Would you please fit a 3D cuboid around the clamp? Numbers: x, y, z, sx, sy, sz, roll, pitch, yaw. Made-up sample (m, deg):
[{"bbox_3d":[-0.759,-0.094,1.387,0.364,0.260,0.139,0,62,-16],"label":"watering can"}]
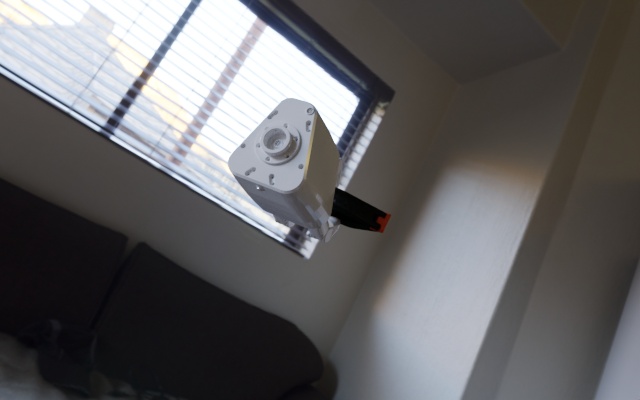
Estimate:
[{"bbox_3d":[0.001,0.002,0.676,0.210,0.036,0.165,22,-14,21],"label":"clamp"}]
